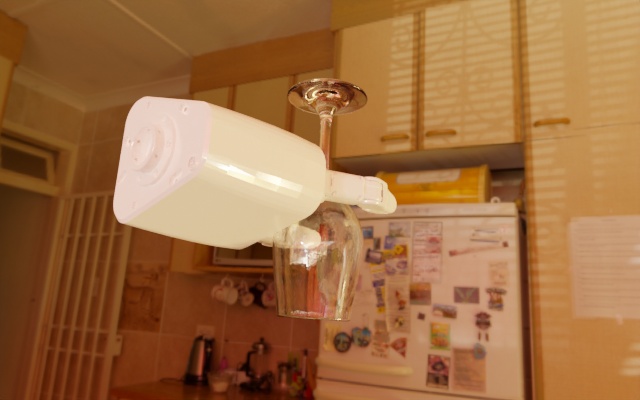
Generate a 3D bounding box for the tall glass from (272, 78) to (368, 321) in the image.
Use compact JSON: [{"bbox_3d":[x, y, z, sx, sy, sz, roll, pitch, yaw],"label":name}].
[{"bbox_3d":[0.000,0.001,0.419,0.079,0.201,0.079,3,-13,1],"label":"tall glass"}]
